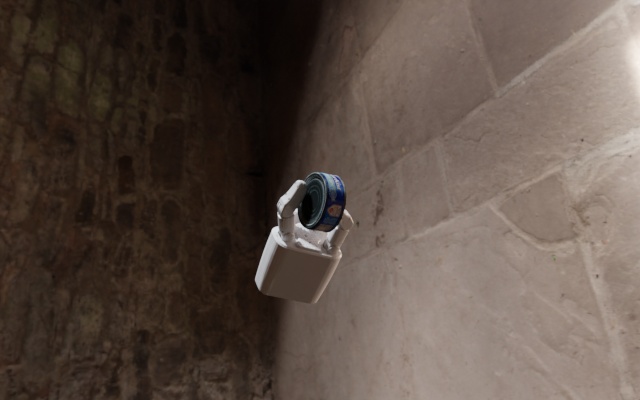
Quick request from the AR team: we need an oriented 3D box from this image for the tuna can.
[{"bbox_3d":[0.000,0.002,0.695,0.034,0.086,0.086,10,-5,-30],"label":"tuna can"}]
